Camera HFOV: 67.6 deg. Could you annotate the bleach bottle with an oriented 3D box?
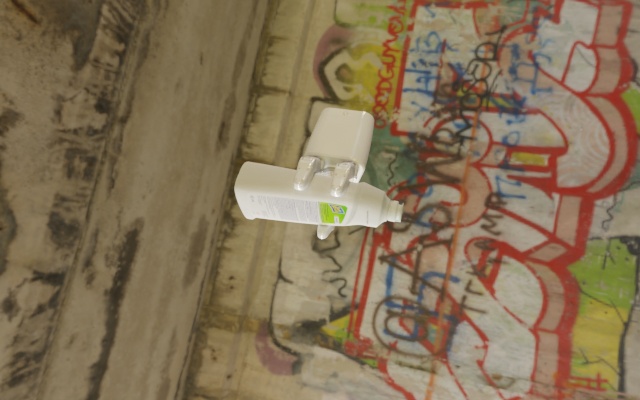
[{"bbox_3d":[0.000,0.002,0.736,0.251,0.068,0.103,10,-31,12],"label":"bleach bottle"}]
